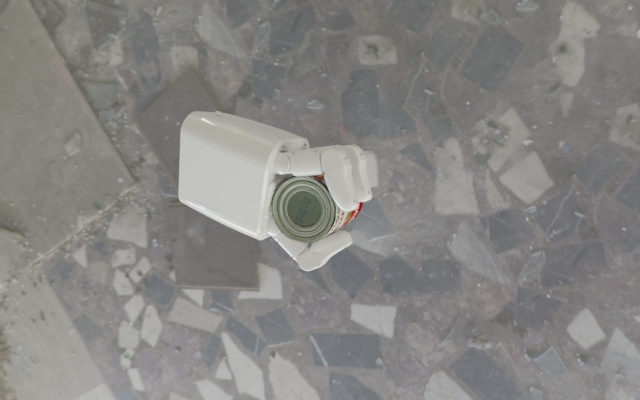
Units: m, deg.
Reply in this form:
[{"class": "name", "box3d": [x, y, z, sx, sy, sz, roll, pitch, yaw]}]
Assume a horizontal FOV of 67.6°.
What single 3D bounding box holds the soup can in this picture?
[{"class": "soup can", "box3d": [0.000, 0.002, 0.499, 0.068, 0.068, 0.102, 0, 8, 20]}]
